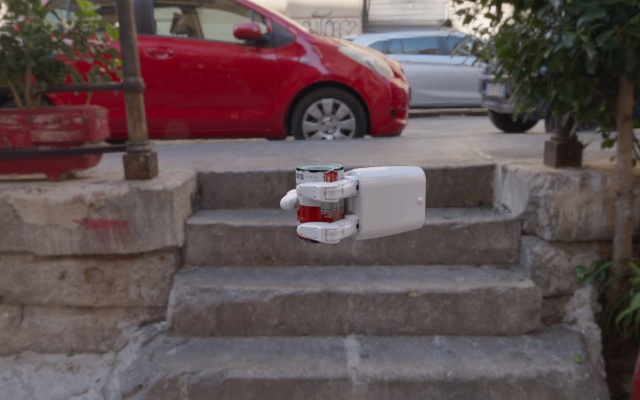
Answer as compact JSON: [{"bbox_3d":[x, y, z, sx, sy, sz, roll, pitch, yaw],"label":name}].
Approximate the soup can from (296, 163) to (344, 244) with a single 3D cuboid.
[{"bbox_3d":[0.000,0.002,0.668,0.068,0.102,0.068,-1,12,0],"label":"soup can"}]
